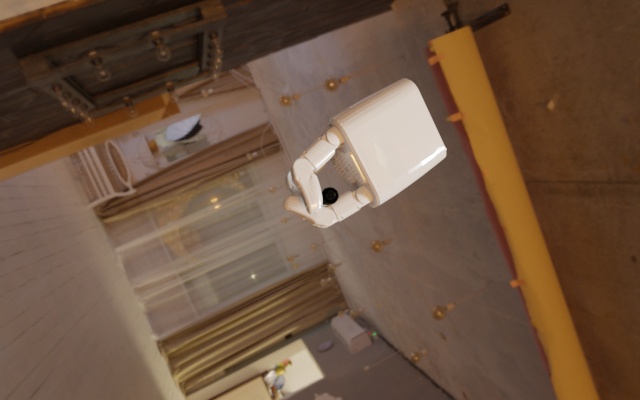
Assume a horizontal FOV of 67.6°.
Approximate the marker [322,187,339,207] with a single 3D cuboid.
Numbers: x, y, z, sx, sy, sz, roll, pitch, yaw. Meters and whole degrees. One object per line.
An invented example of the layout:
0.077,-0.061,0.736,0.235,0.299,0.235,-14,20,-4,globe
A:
0.000,0.002,0.560,0.020,0.020,0.121,0,-8,-11,marker
